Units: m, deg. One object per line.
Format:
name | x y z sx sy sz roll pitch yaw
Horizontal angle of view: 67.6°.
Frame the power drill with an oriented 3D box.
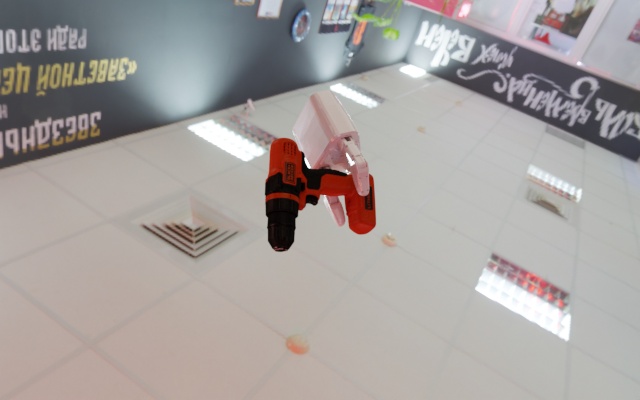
power drill | 0.000 0.002 0.761 0.188 0.184 0.057 14 -25 -30
